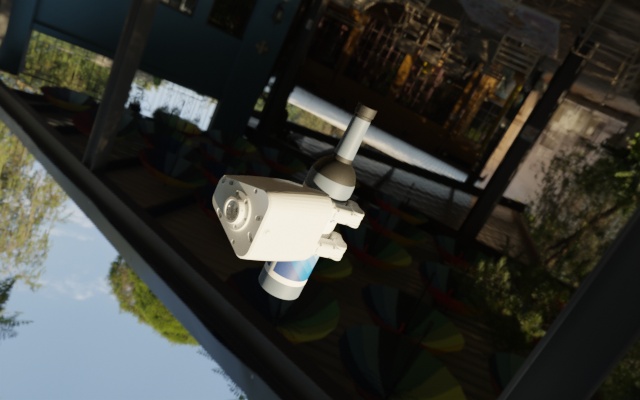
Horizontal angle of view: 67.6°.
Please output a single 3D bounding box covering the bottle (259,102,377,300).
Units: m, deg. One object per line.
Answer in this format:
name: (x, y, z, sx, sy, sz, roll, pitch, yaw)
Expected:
bottle: (0.000, 0.002, 0.670, 0.069, 0.296, 0.069, 24, 18, -8)
